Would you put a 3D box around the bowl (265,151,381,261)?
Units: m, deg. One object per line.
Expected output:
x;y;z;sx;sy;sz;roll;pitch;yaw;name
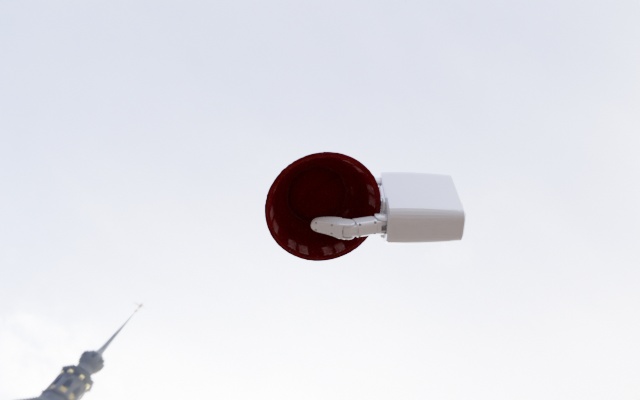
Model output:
-0.001;0.002;0.670;0.162;0.162;0.055;0;22;-12;bowl
